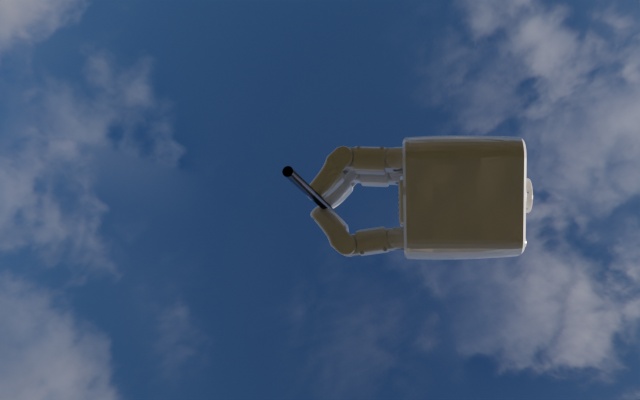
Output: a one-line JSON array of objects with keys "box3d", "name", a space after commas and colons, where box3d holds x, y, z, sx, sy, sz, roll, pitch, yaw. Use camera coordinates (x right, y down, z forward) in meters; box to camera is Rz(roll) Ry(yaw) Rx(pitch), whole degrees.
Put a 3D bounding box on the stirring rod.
[{"box3d": [0.000, 0.002, 0.454, 0.011, 0.011, 0.239, 0, -11, 11], "name": "stirring rod"}]
